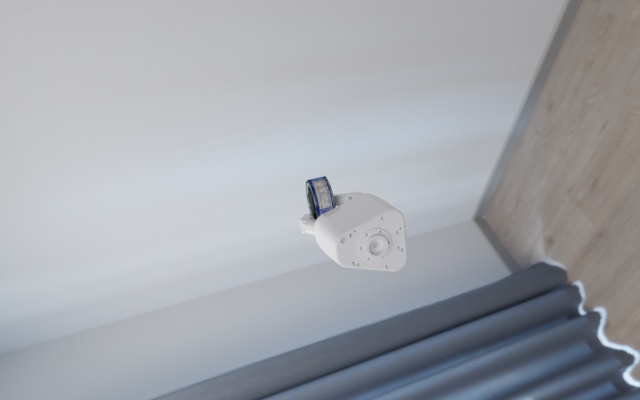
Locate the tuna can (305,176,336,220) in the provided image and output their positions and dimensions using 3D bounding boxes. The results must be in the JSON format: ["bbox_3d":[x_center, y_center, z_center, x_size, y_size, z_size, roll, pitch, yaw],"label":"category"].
[{"bbox_3d":[0.000,0.003,0.820,0.034,0.086,0.086,-12,2,-10],"label":"tuna can"}]
